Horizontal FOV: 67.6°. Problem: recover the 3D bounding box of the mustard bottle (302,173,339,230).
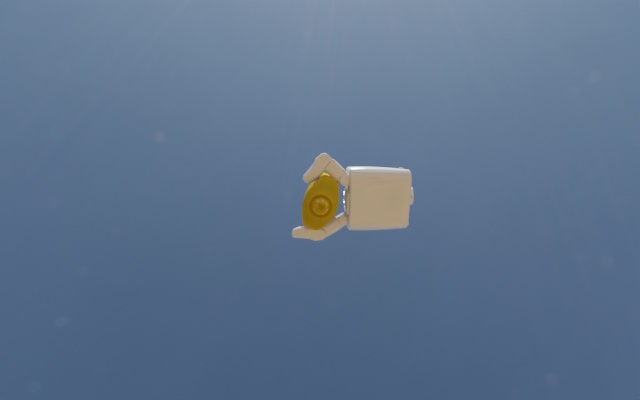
[{"bbox_3d":[0.000,0.003,0.833,0.058,0.096,0.191,24,5,-3],"label":"mustard bottle"}]
